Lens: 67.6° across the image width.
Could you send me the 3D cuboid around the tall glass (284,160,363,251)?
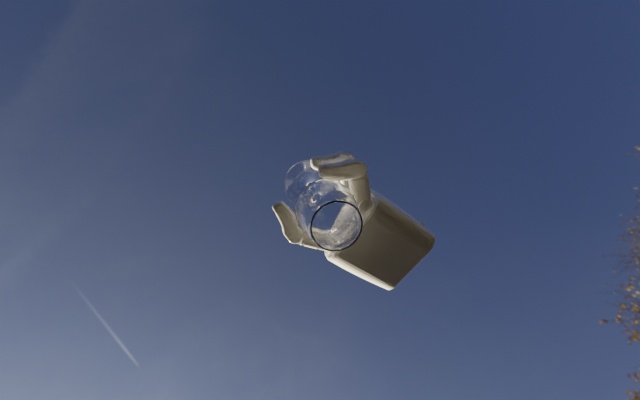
[{"bbox_3d":[0.000,0.002,0.637,0.079,0.079,0.201,0,16,-11],"label":"tall glass"}]
